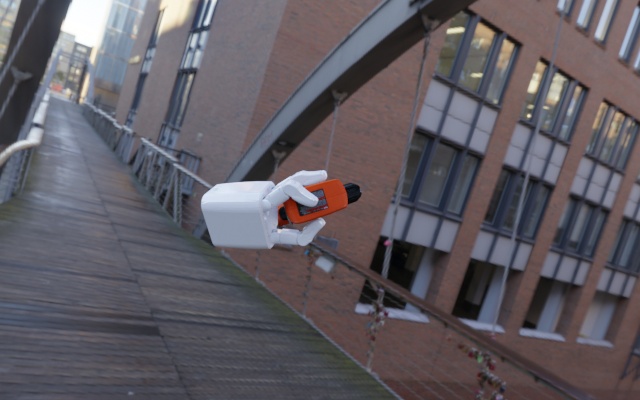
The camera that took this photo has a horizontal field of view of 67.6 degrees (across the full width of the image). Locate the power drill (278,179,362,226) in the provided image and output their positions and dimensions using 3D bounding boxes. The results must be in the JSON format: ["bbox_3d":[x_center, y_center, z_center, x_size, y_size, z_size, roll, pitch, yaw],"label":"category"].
[{"bbox_3d":[0.000,0.003,0.881,0.184,0.057,0.187,-19,-3,-6],"label":"power drill"}]
